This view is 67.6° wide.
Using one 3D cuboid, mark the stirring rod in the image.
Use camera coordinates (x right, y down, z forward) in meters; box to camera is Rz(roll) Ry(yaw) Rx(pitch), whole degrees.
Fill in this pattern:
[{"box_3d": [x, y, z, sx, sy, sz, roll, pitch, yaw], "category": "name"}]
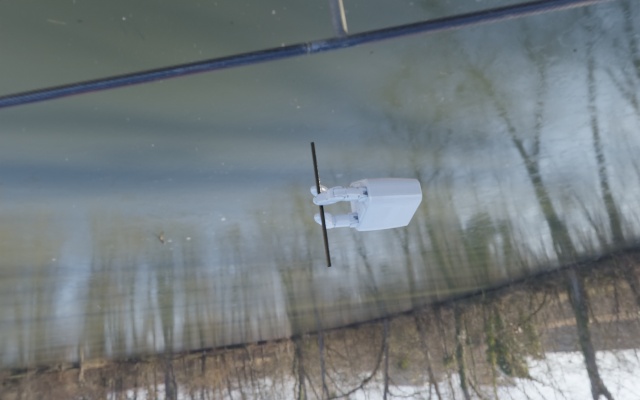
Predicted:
[{"box_3d": [0.000, 0.003, 0.876, 0.011, 0.239, 0.011, -7, -18, -2], "category": "stirring rod"}]
